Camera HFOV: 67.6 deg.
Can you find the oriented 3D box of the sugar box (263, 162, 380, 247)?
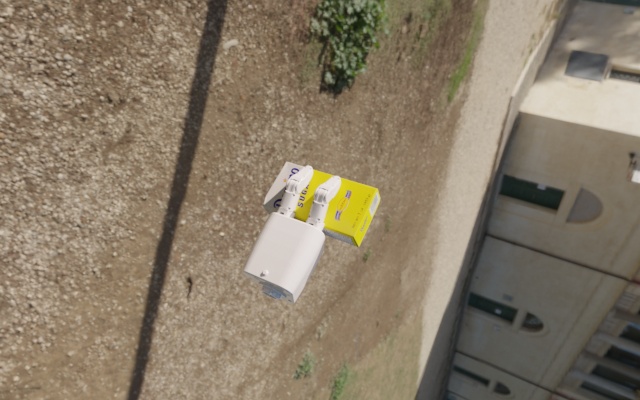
[{"bbox_3d":[0.000,0.002,0.784,0.176,0.093,0.048,18,-22,23],"label":"sugar box"}]
